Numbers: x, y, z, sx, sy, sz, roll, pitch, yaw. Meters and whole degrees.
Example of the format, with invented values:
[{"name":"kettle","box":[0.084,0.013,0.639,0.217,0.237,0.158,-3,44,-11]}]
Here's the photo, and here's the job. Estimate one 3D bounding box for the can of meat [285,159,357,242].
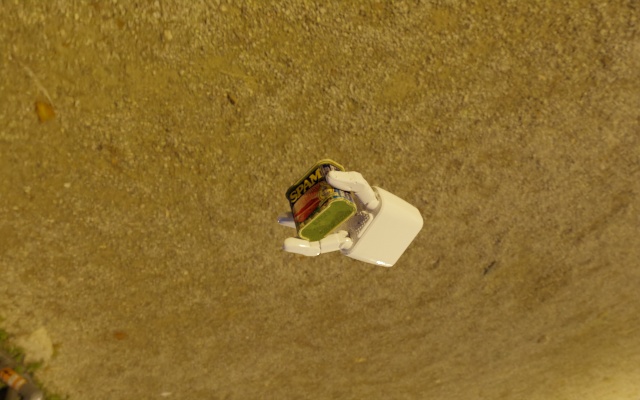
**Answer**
[{"name":"can of meat","box":[0.000,0.003,0.726,0.057,0.084,0.102,26,-57,-40]}]
